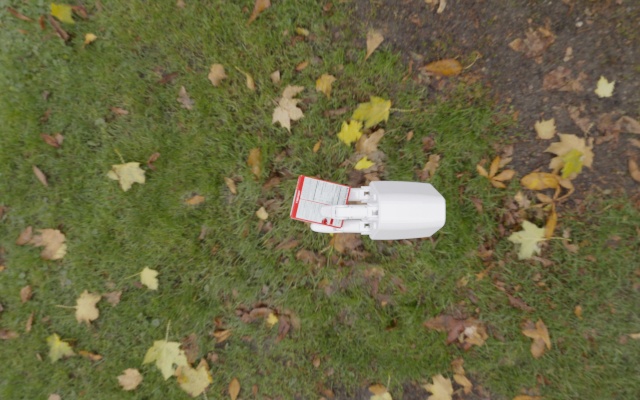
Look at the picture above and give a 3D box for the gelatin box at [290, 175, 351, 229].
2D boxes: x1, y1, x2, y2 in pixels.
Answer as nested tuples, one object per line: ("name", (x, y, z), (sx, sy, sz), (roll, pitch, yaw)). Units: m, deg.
("gelatin box", (0.000, 0.003, 0.797), (0.089, 0.073, 0.030), (13, 0, -7))
